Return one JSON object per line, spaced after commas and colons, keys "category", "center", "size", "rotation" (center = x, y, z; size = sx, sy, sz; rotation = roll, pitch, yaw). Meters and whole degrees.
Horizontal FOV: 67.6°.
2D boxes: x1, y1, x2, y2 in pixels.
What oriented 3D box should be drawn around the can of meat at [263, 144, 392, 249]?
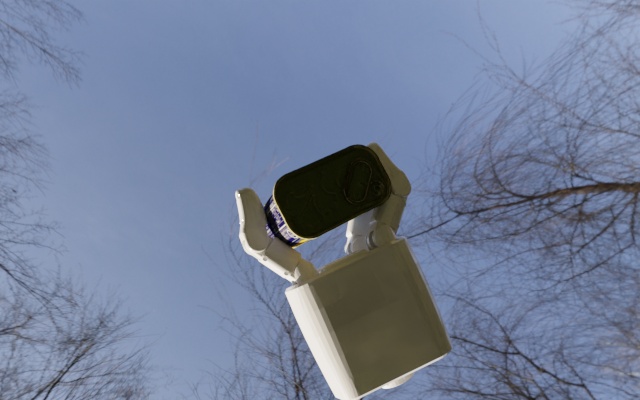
{"category": "can of meat", "center": [0.000, 0.001, 0.430], "size": [0.102, 0.057, 0.084], "rotation": [-26, -6, -22]}
